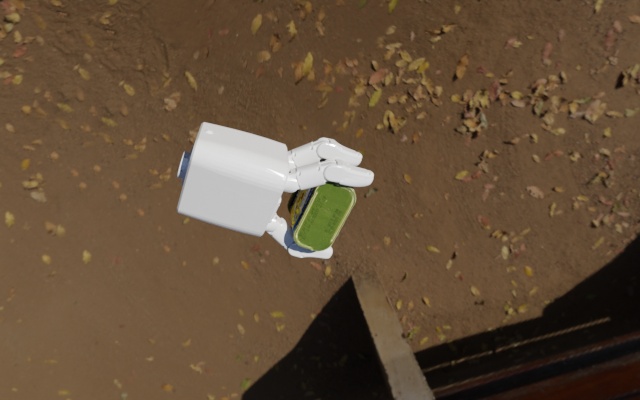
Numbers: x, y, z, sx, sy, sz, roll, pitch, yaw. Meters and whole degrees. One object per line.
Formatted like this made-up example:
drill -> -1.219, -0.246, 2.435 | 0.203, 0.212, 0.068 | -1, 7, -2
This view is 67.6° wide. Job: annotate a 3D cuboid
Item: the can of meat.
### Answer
can of meat -> 0.000, 0.002, 0.602 | 0.057, 0.102, 0.084 | 20, 23, -16
